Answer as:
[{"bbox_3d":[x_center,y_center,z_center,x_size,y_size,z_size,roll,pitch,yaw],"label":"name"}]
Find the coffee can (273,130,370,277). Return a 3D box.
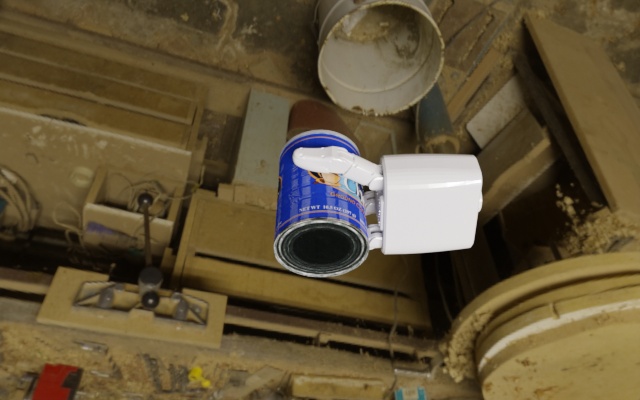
[{"bbox_3d":[0.000,0.002,0.552,0.103,0.140,0.103,-1,-43,-1],"label":"coffee can"}]
